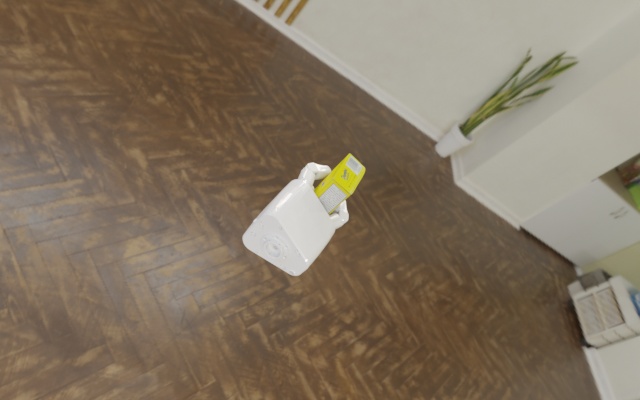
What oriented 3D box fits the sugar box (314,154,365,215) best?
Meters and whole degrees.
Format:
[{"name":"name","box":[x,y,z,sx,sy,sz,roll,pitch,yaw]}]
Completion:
[{"name":"sugar box","box":[0.000,0.002,0.835,0.176,0.048,0.093,-42,9,37]}]
